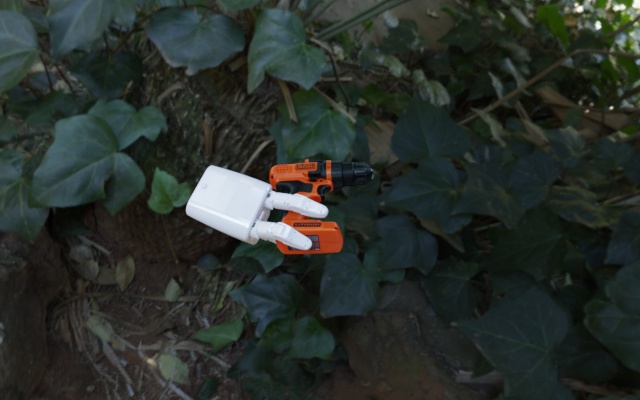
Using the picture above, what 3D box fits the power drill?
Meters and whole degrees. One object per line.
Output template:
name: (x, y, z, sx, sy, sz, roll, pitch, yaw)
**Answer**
power drill: (0.000, 0.003, 0.796, 0.184, 0.057, 0.187, -4, 41, 6)
